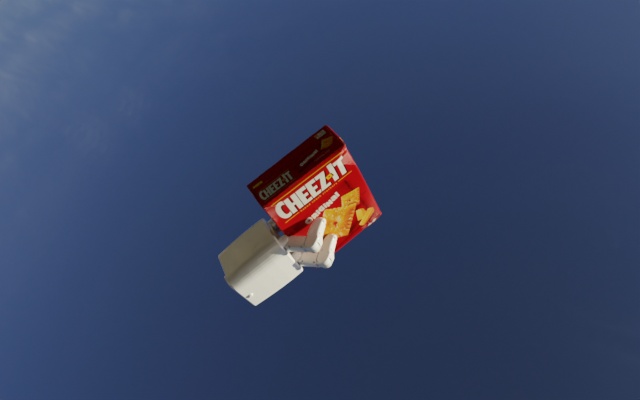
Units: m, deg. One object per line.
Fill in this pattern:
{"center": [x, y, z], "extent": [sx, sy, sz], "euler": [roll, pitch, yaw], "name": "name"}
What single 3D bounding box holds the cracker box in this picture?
{"center": [0.000, 0.003, 0.821], "extent": [0.072, 0.164, 0.214], "euler": [49, -4, 40], "name": "cracker box"}
